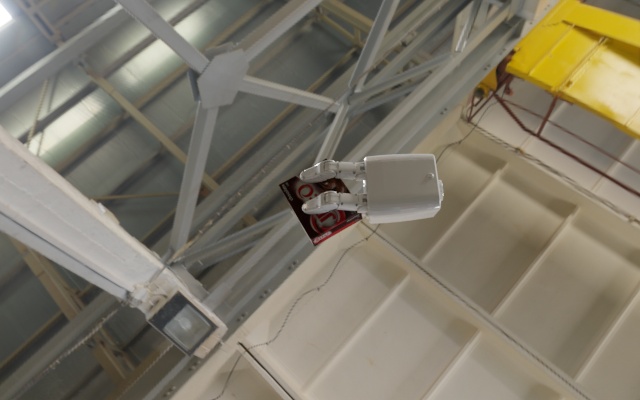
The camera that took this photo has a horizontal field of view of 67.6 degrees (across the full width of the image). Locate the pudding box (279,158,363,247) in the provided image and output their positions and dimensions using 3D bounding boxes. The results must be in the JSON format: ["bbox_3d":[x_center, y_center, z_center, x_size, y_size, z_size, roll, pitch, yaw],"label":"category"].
[{"bbox_3d":[0.000,0.002,0.748,0.090,0.113,0.039,-29,-28,-7],"label":"pudding box"}]
